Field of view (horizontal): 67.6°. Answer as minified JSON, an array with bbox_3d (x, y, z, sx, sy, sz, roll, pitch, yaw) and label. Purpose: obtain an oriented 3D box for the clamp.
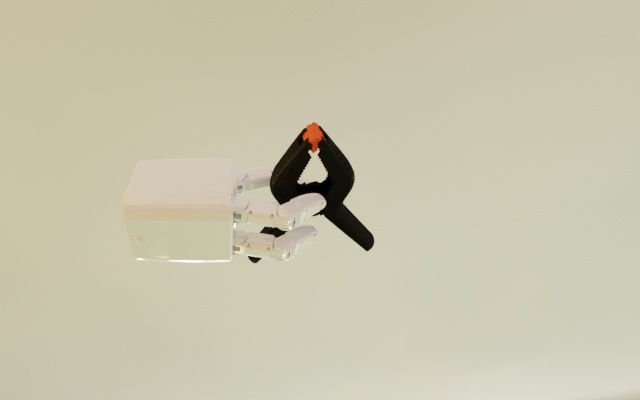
[{"bbox_3d":[0.000,0.001,0.557,0.164,0.036,0.210,-1,-44,-13],"label":"clamp"}]
